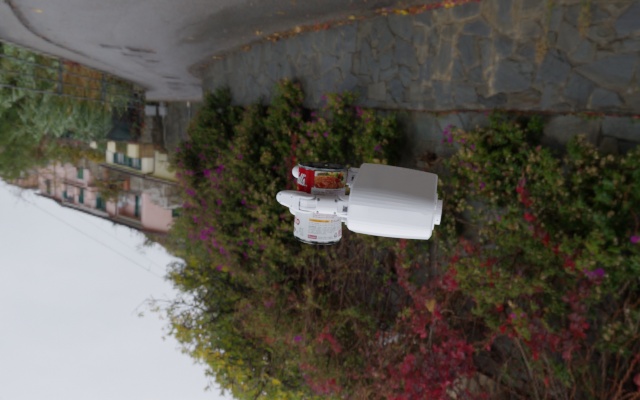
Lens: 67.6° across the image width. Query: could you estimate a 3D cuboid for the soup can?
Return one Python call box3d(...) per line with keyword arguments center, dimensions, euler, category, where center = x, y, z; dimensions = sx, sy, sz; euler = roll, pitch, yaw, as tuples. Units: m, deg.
box3d(center=(0.000, 0.002, 0.653), dimensions=(0.068, 0.102, 0.068), euler=(5, 12, -1), category="soup can")
